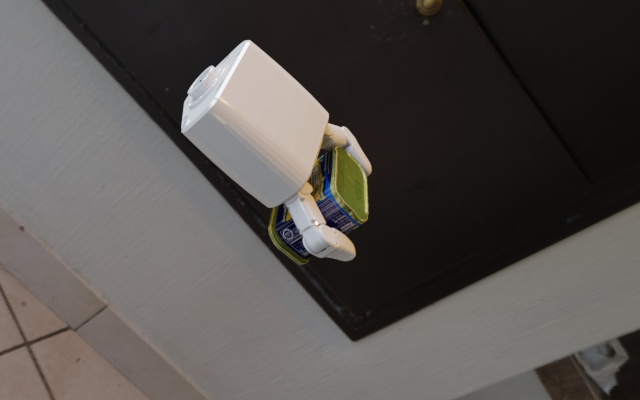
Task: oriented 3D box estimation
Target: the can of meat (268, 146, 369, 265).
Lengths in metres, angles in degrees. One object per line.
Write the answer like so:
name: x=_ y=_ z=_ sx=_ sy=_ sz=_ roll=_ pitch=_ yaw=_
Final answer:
can of meat: x=0.000 y=0.002 z=0.485 sx=0.084 sy=0.057 sz=0.102 roll=-34 pitch=29 yaw=25
